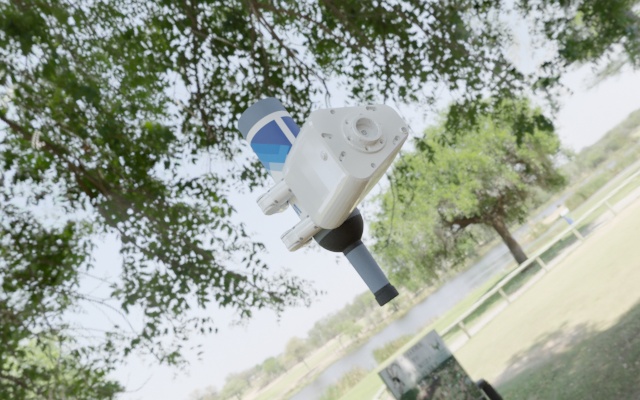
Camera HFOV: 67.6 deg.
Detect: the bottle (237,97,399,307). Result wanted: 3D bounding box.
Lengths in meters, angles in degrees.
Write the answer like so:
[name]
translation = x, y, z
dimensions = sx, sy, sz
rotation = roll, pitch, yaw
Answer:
[bottle]
translation = 0.000, 0.002, 0.600
dimensions = 0.069, 0.295, 0.069
rotation = -33, -14, -10
